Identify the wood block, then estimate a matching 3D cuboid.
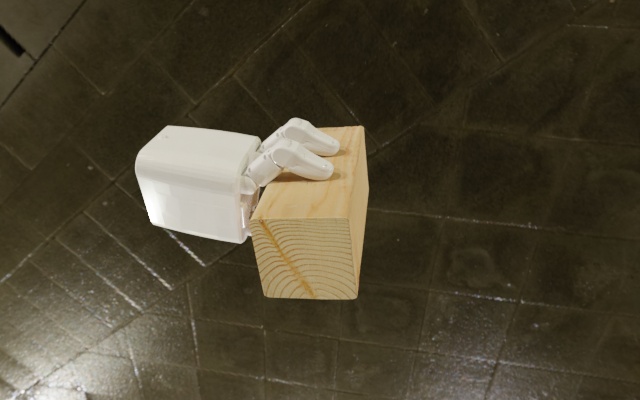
[{"bbox_3d":[0.000,0.002,0.510,0.090,0.091,0.206,-1,30,10],"label":"wood block"}]
